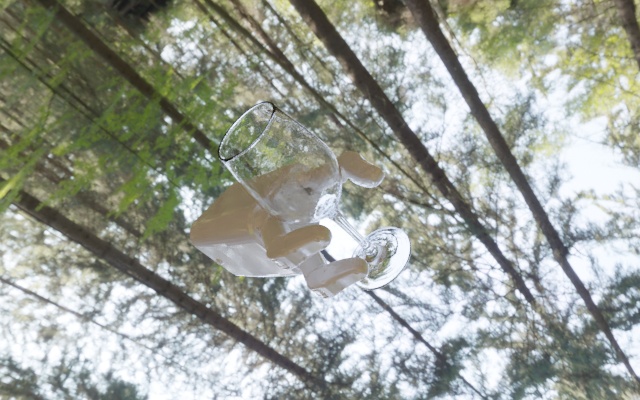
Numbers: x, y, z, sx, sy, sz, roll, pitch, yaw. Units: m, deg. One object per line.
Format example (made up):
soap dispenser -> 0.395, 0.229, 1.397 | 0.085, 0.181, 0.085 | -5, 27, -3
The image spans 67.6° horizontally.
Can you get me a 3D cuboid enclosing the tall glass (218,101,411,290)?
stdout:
tall glass -> 0.001, 0.002, 0.434 | 0.079, 0.079, 0.201 | 0, -35, 47
